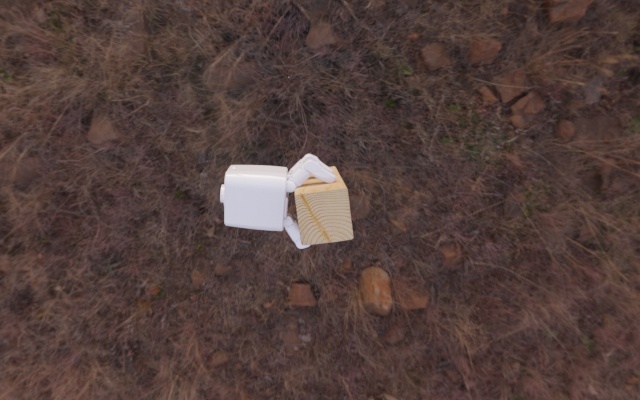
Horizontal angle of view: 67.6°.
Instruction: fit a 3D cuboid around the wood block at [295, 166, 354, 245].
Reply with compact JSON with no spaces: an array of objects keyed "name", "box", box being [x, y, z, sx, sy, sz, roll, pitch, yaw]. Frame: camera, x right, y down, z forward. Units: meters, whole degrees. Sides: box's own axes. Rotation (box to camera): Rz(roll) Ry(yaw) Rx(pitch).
[{"name":"wood block","box":[0.000,0.003,0.882,0.090,0.091,0.206,-7,15,-2]}]
